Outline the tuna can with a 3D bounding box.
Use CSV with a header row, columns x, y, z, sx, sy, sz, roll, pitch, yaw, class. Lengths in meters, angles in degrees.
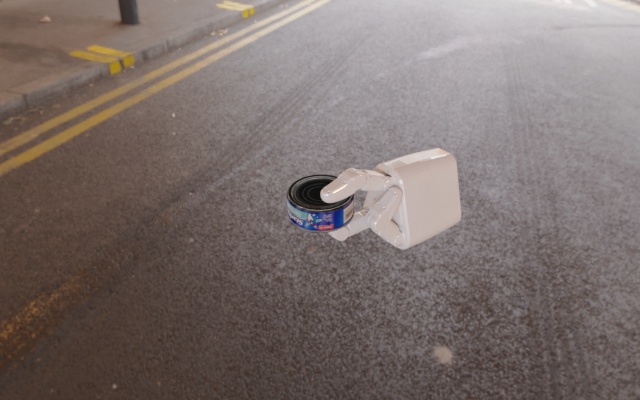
x,y,z,sx,sy,sz,roll,pitch,yaw,class
0.000,0.002,0.604,0.086,0.034,0.086,-1,35,1,tuna can
